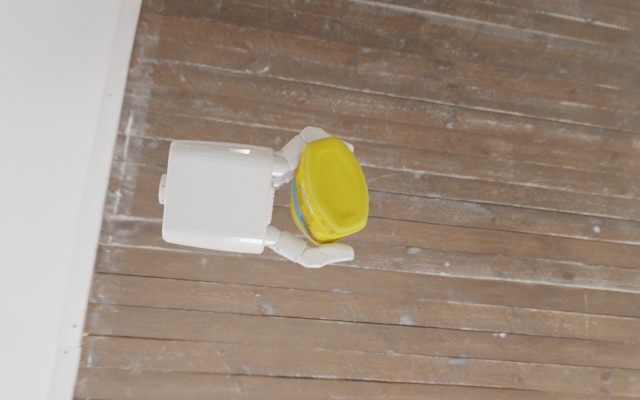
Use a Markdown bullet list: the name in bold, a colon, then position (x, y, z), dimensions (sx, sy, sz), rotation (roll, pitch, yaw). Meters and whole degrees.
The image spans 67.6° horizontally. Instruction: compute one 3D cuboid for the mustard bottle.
- **mustard bottle**: position (0.000, 0.002, 0.538), dimensions (0.058, 0.096, 0.192), rotation (-18, -7, -13)
